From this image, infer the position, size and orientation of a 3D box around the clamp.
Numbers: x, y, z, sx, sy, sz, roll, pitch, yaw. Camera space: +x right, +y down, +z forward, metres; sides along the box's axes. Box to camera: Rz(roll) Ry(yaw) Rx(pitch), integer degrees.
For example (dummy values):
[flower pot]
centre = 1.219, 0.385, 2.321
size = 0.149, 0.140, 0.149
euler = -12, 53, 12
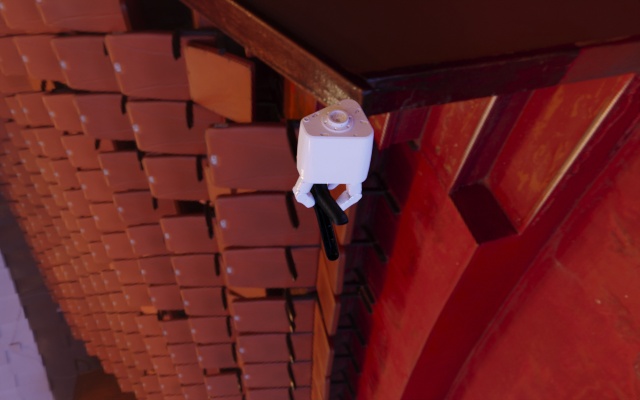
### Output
[clamp]
centre = -0.001, 0.003, 0.897
size = 0.036, 0.209, 0.165
euler = -14, -34, -14
